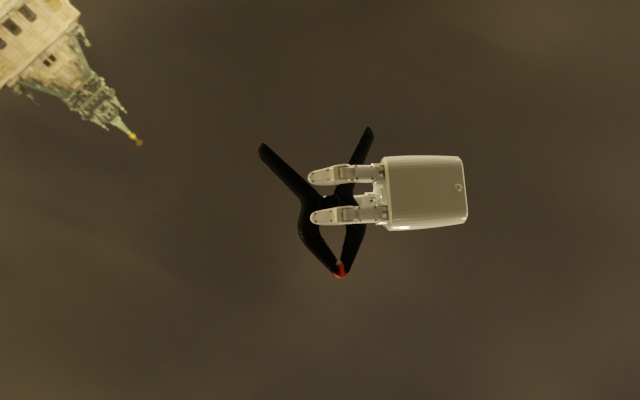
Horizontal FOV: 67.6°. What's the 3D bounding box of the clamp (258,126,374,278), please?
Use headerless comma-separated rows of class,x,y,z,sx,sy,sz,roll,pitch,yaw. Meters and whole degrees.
clamp,0.000,0.003,0.661,0.164,0.210,0.036,-3,-9,-4
